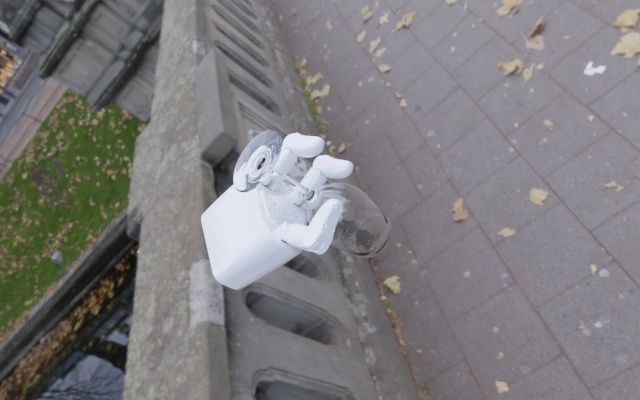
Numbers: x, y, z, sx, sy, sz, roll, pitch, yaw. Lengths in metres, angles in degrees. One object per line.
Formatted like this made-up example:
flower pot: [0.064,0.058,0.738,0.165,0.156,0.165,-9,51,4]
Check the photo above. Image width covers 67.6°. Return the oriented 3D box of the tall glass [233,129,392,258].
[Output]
tall glass: [0.000,0.001,0.554,0.201,0.079,0.079,33,-21,-36]
